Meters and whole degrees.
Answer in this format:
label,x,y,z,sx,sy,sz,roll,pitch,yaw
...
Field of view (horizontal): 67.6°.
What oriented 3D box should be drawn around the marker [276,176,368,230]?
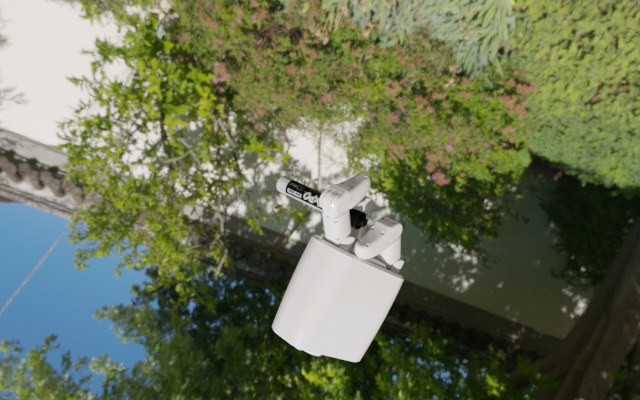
label,x,y,z,sx,sy,sz,roll,pitch,yaw
marker,0.000,0.002,0.505,0.121,0.020,0.020,26,16,37
